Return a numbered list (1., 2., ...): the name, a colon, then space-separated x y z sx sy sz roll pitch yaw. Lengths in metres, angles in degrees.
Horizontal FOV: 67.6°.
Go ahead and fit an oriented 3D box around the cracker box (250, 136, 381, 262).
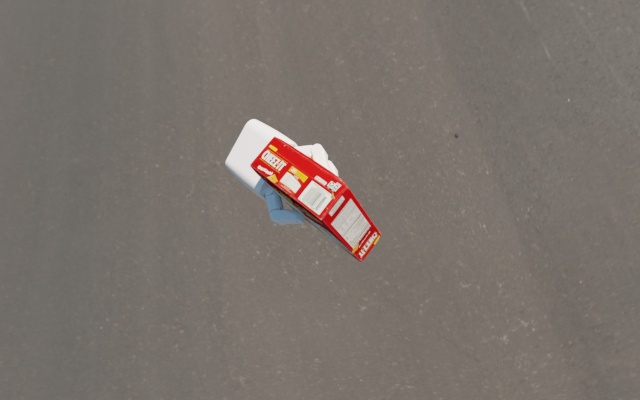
1. cracker box: 0.000 0.003 0.795 0.164 0.072 0.214 36 -6 30
